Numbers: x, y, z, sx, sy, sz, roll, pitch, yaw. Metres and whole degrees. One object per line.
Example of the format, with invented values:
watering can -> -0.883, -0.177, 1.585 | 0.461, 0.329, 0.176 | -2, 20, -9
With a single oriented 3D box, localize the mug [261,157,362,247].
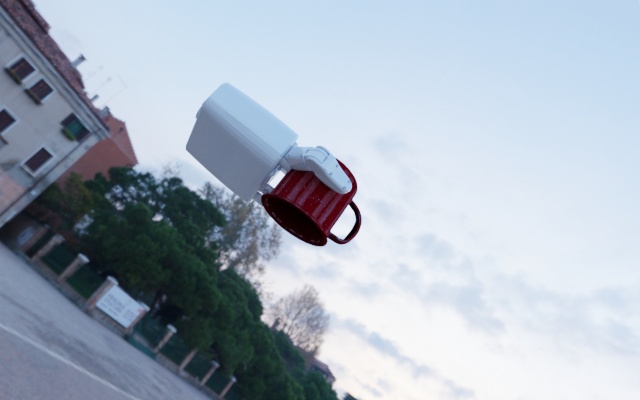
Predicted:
mug -> 0.001, 0.003, 0.565 | 0.117, 0.081, 0.093 | 39, -23, -5
